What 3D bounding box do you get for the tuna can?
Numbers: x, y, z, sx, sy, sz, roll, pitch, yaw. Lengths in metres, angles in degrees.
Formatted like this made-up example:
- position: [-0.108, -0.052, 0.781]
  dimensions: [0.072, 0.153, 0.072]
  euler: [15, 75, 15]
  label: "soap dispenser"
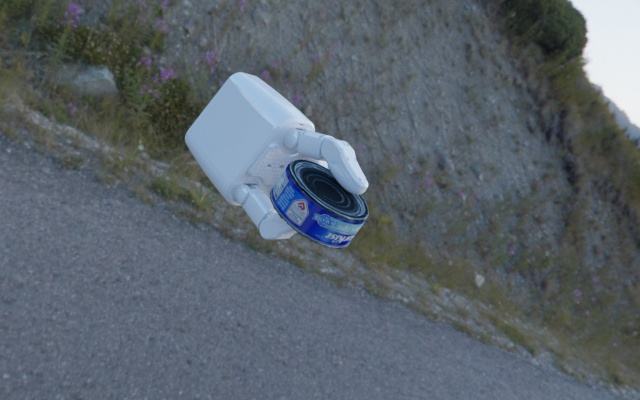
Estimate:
- position: [0.000, 0.001, 0.424]
  dimensions: [0.086, 0.034, 0.086]
  euler: [30, 23, -14]
  label: "tuna can"
